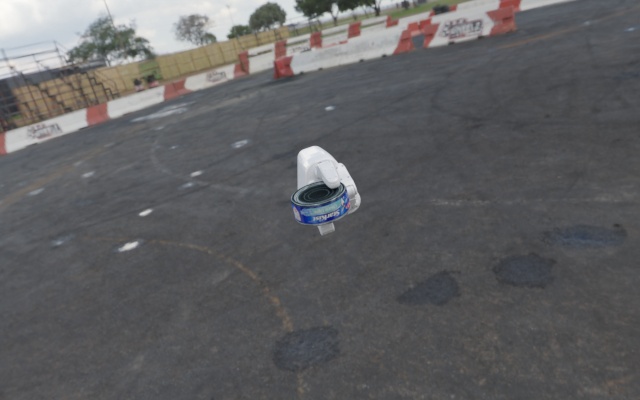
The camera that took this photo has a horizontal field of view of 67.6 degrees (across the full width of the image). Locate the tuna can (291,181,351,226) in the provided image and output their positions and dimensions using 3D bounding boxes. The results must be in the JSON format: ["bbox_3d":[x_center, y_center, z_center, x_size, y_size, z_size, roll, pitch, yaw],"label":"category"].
[{"bbox_3d":[0.000,0.002,0.708,0.086,0.034,0.086,-11,25,5],"label":"tuna can"}]
